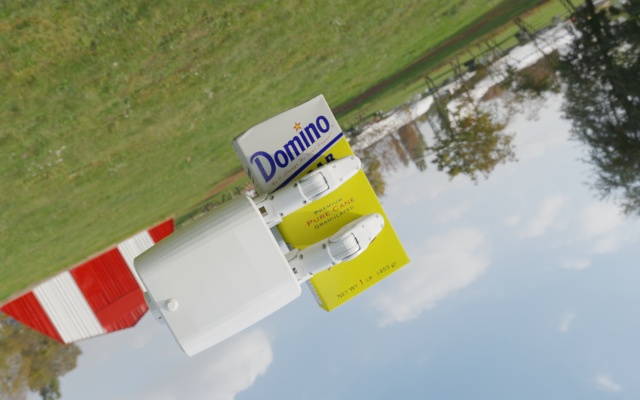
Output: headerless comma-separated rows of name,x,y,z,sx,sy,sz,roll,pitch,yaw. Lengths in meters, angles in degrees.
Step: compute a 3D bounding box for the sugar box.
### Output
sugar box,0.000,0.002,0.441,0.093,0.176,0.048,-30,5,-13
